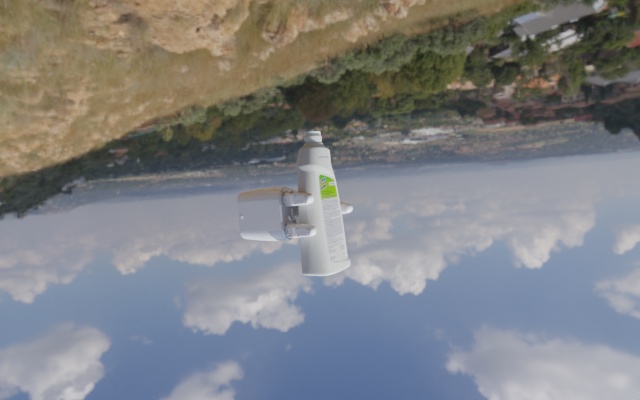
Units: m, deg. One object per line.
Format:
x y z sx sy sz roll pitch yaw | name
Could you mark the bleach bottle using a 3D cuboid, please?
0.000 0.003 0.858 0.068 0.251 0.102 -3 3 29 | bleach bottle
